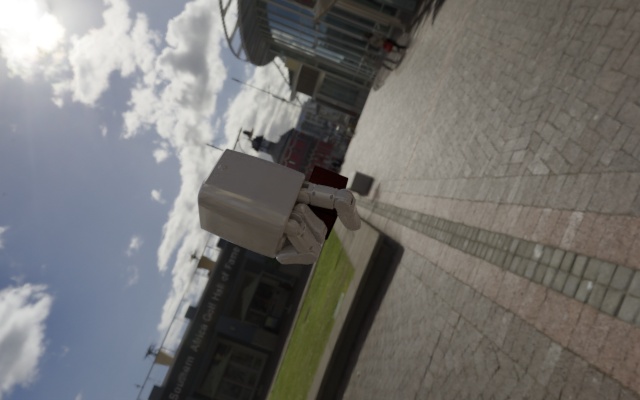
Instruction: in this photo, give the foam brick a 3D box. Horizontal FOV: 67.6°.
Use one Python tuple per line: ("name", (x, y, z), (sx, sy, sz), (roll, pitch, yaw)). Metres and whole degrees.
("foam brick", (0.000, 0.002, 0.638), (0.051, 0.078, 0.053), (20, -44, -1))
